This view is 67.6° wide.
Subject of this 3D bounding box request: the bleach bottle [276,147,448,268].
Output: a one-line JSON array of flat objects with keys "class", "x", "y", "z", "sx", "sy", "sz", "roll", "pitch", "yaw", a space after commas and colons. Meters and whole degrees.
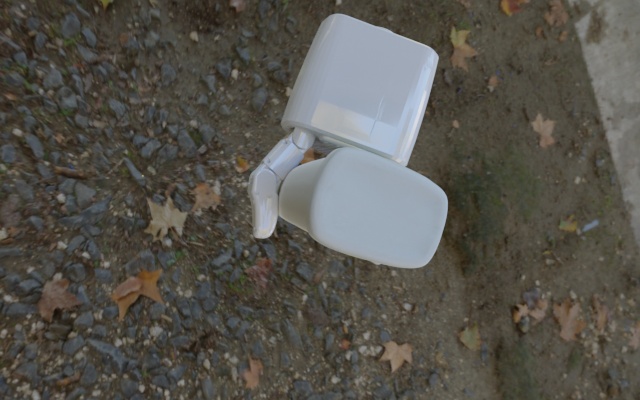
[{"class": "bleach bottle", "x": 0.000, "y": 0.001, "z": 0.425, "sx": 0.102, "sy": 0.068, "sz": 0.251, "roll": 20, "pitch": -4, "yaw": -20}]
